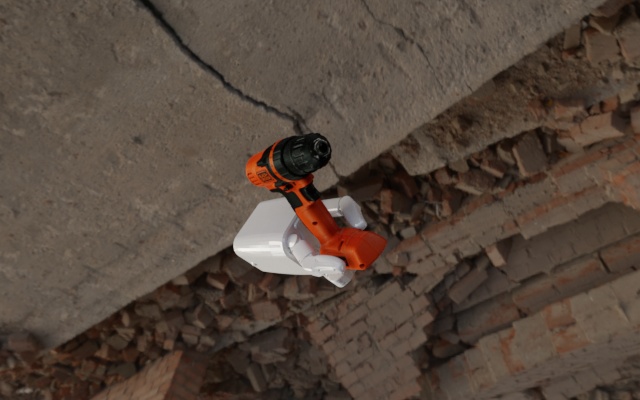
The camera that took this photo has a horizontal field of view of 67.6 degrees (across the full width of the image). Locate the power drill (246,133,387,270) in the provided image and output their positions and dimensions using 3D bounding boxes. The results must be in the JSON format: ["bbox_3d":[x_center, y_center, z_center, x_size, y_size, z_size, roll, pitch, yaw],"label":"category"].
[{"bbox_3d":[0.000,0.002,0.596,0.057,0.188,0.184,-44,17,-23],"label":"power drill"}]
